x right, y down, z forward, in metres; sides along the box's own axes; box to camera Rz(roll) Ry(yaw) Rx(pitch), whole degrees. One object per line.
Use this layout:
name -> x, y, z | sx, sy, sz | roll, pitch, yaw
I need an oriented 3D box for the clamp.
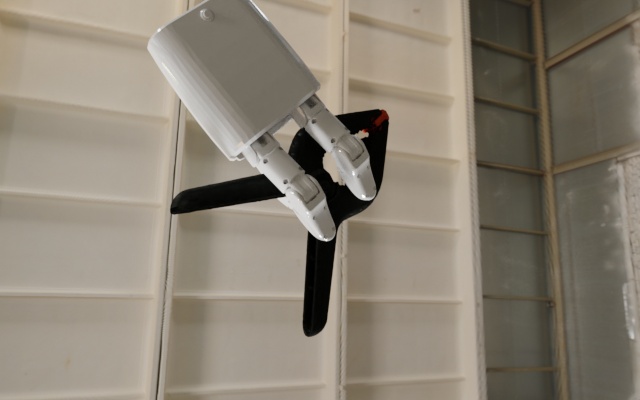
clamp -> 0.000, 0.001, 0.425 | 0.210, 0.164, 0.036 | -43, 13, -23
